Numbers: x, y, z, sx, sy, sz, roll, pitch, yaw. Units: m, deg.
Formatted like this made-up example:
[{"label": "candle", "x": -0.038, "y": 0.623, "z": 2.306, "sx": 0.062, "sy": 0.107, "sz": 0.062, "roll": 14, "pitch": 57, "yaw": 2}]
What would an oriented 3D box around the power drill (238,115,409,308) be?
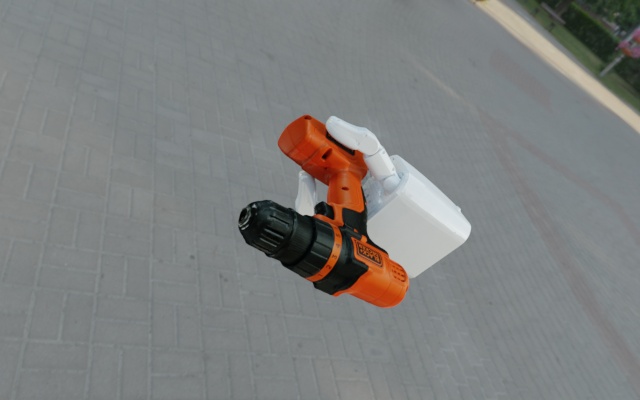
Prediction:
[{"label": "power drill", "x": 0.000, "y": 0.001, "z": 0.466, "sx": 0.184, "sy": 0.187, "sz": 0.057, "roll": 31, "pitch": -55, "yaw": -34}]
